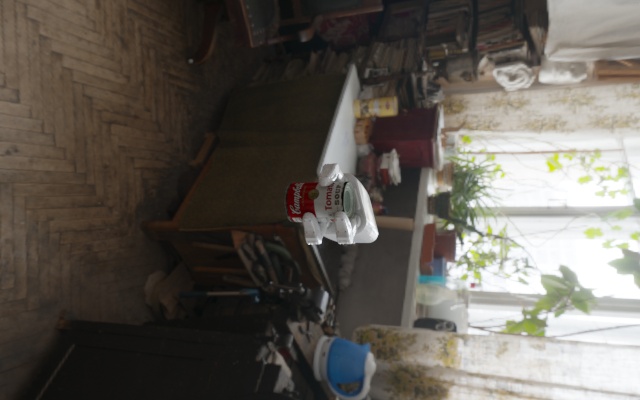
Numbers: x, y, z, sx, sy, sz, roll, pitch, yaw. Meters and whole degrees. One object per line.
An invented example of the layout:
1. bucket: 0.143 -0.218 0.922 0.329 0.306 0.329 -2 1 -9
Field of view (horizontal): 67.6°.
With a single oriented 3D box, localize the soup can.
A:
1. soup can: 0.000 0.002 0.796 0.102 0.068 0.068 -1 0 20
